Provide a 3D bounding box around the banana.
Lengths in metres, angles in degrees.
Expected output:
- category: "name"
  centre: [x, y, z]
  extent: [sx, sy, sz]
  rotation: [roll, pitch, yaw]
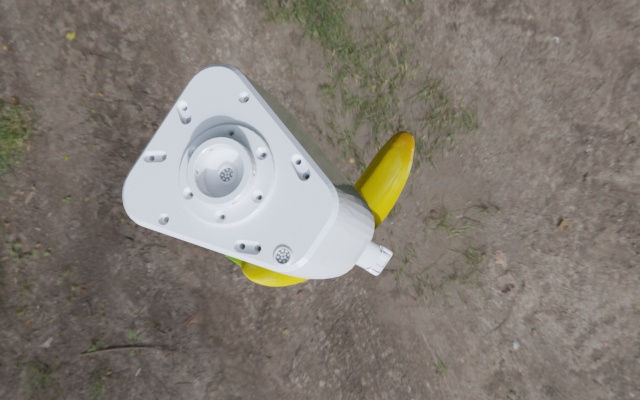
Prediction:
- category: "banana"
  centre: [0.006, 0.018, 0.401]
  extent: [0.198, 0.069, 0.037]
  rotation: [-33, -22, 8]
